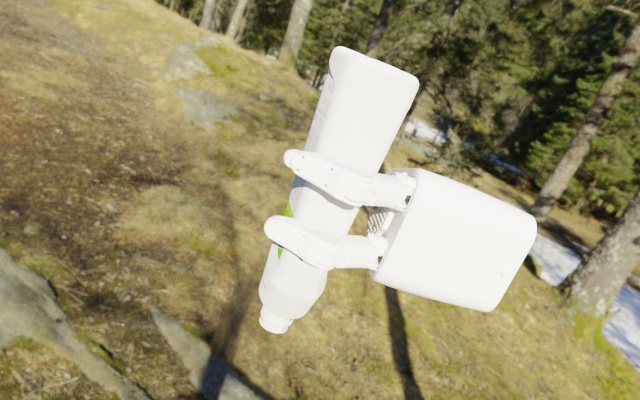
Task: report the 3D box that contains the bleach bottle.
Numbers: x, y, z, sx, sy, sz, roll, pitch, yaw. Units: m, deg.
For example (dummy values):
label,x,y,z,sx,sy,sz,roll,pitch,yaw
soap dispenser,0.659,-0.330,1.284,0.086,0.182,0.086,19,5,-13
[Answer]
label,x,y,z,sx,sy,sz,roll,pitch,yaw
bleach bottle,0.000,0.001,0.413,0.068,0.251,0.102,19,19,-10
